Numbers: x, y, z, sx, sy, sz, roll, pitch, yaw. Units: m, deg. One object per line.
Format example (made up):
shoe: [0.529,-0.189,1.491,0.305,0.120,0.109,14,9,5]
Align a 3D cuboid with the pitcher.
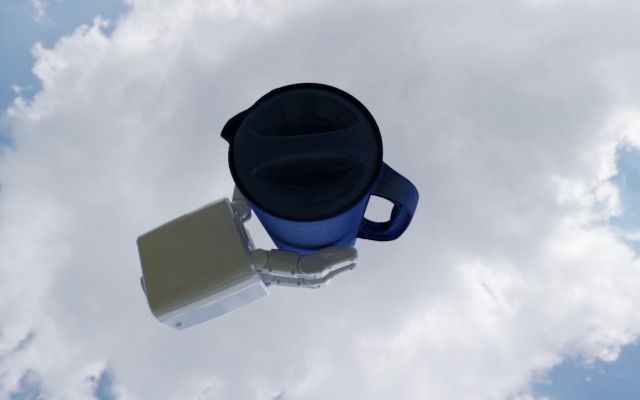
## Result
pitcher: [0.000,0.002,0.508,0.145,0.149,0.243,-23,-21,-7]
